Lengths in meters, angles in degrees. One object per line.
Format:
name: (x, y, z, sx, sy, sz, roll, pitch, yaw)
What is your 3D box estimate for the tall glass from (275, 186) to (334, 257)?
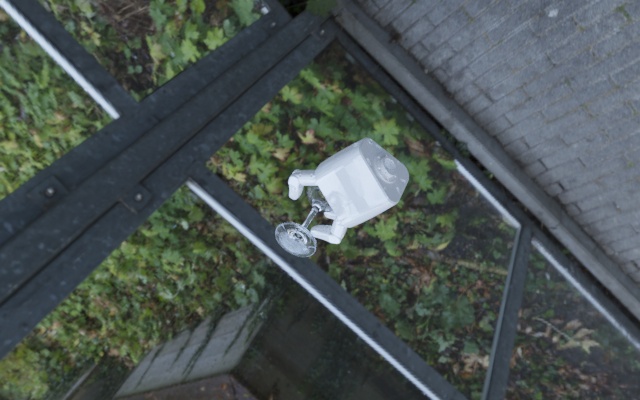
tall glass: (0.000, 0.003, 0.827, 0.079, 0.079, 0.201, 0, 38, 30)
